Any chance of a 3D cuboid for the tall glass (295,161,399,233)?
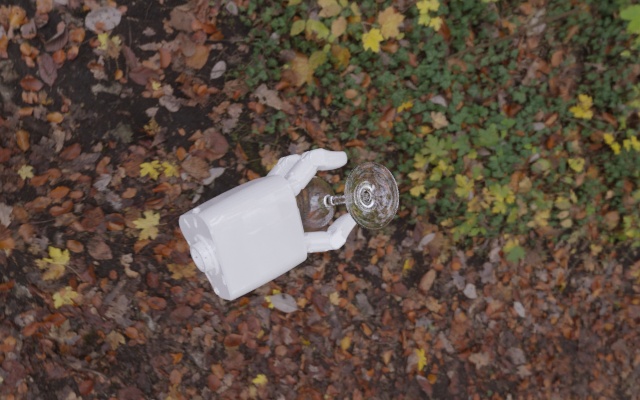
[{"bbox_3d":[0.001,0.002,0.592,0.079,0.079,0.201,0,-4,-34],"label":"tall glass"}]
